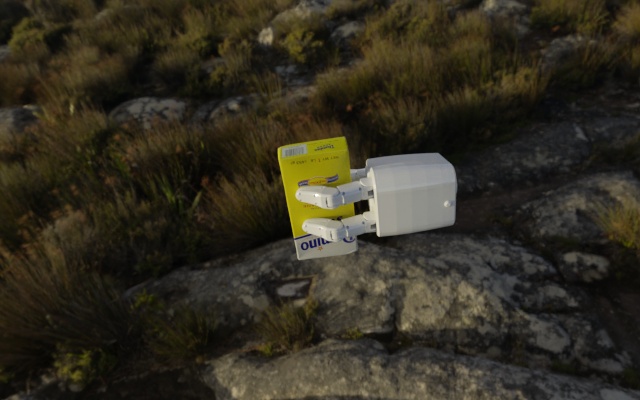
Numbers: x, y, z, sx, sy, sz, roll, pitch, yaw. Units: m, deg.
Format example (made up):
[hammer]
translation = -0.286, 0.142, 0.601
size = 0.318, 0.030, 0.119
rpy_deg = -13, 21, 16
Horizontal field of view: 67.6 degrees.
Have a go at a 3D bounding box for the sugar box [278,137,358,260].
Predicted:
[sugar box]
translation = 0.000, 0.002, 0.673
size = 0.093, 0.176, 0.048
rpy_deg = -8, 32, 2
